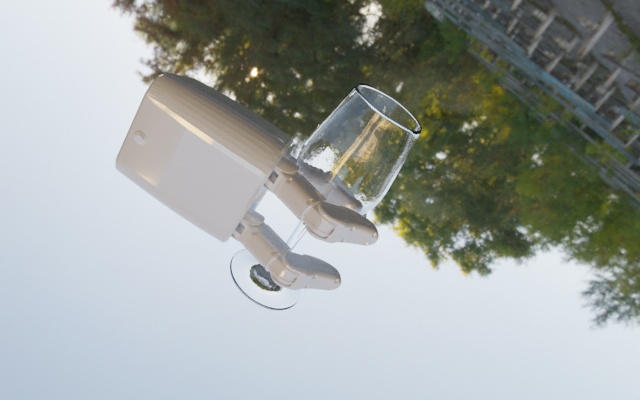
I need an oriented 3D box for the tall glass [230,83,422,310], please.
[{"bbox_3d":[0.000,0.002,0.405,0.079,0.201,0.079,28,28,-16],"label":"tall glass"}]
